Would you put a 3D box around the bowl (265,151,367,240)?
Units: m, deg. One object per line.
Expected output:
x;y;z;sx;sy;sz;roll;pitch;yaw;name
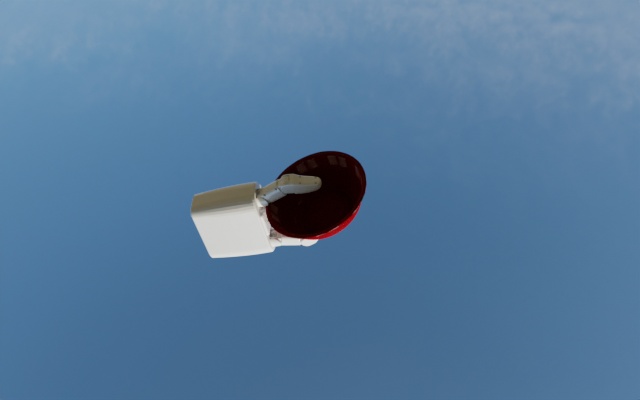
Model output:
0.001;0.003;0.724;0.162;0.162;0.055;0;-36;28;bowl
